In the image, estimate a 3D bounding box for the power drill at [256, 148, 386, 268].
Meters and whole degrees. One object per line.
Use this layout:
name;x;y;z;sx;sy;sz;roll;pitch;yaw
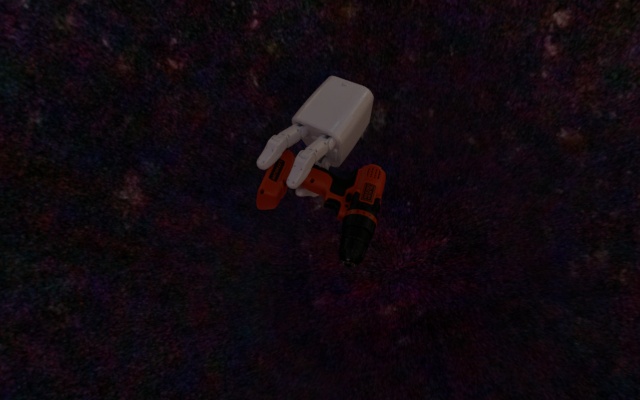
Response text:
power drill;0.000;0.002;0.744;0.187;0.184;0.057;18;-36;2
